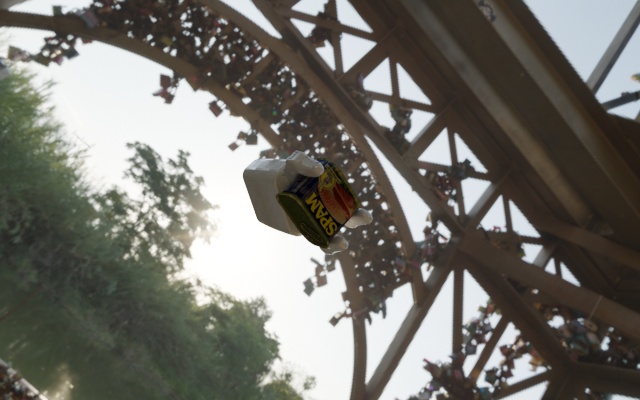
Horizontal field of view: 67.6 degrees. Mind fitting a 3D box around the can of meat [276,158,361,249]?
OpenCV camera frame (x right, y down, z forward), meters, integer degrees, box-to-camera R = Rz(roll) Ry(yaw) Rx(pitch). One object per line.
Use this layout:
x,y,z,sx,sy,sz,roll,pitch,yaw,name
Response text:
0.000,0.002,0.678,0.084,0.102,0.057,-47,30,-24,can of meat
